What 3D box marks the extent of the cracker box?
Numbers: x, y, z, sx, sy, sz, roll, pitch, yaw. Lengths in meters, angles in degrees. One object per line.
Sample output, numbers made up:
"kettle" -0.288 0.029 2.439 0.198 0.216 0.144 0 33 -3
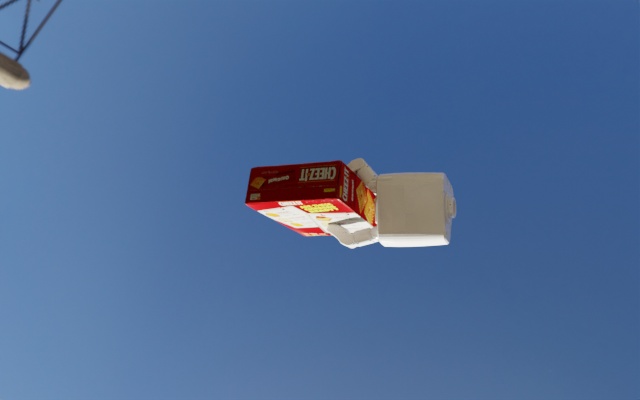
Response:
"cracker box" 0.000 0.003 0.817 0.164 0.072 0.214 -3 -19 25
